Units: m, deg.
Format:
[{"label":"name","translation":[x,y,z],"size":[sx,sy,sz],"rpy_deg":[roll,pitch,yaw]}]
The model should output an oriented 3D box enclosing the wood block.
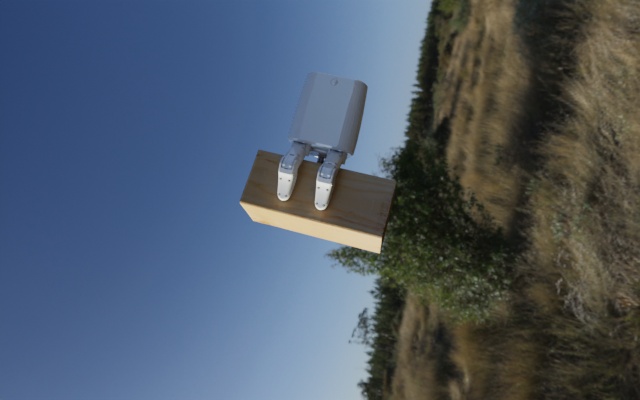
[{"label":"wood block","translation":[0.000,0.002,0.709],"size":[0.206,0.090,0.091],"rpy_deg":[14,-17,11]}]
